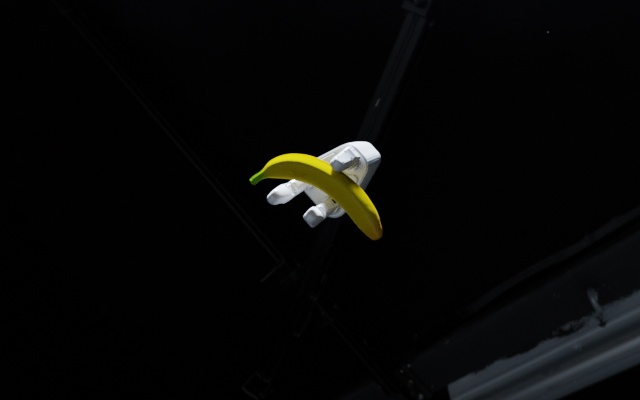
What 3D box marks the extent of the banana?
[{"bbox_3d":[0.004,-0.016,0.649,0.198,0.069,0.037,24,10,13],"label":"banana"}]
